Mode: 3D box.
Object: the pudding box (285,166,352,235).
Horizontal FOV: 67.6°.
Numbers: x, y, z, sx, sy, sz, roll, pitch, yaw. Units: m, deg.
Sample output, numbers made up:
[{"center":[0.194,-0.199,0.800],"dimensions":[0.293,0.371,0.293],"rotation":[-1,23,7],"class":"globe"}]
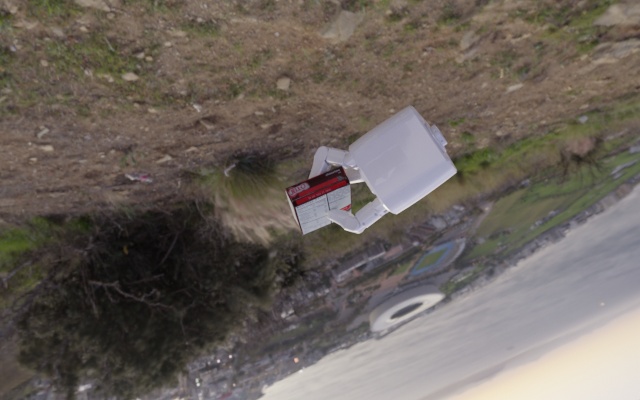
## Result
[{"center":[0.000,0.002,0.720],"dimensions":[0.090,0.039,0.113],"rotation":[-22,-27,-6],"class":"pudding box"}]
